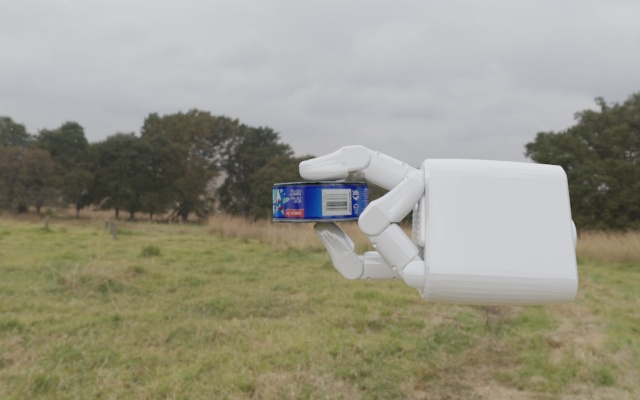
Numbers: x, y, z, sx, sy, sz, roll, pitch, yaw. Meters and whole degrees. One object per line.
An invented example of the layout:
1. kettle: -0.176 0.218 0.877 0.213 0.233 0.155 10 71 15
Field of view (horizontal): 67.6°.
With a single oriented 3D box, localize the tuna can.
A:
1. tuna can: 0.000 0.001 0.424 0.086 0.034 0.086 -1 0 0
